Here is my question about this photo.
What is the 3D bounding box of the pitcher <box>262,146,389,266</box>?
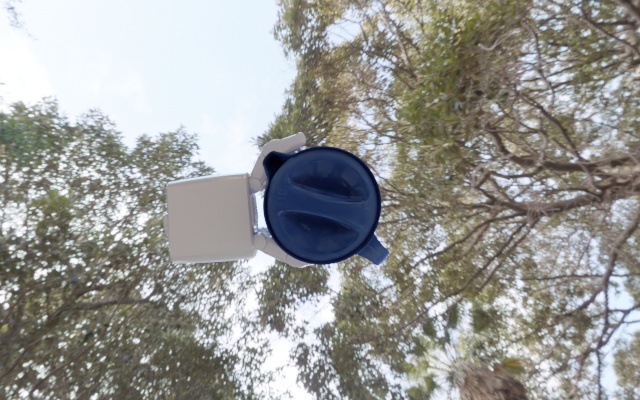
[{"bbox_3d":[0.000,0.002,0.643,0.145,0.149,0.243,-5,6,-4],"label":"pitcher"}]
